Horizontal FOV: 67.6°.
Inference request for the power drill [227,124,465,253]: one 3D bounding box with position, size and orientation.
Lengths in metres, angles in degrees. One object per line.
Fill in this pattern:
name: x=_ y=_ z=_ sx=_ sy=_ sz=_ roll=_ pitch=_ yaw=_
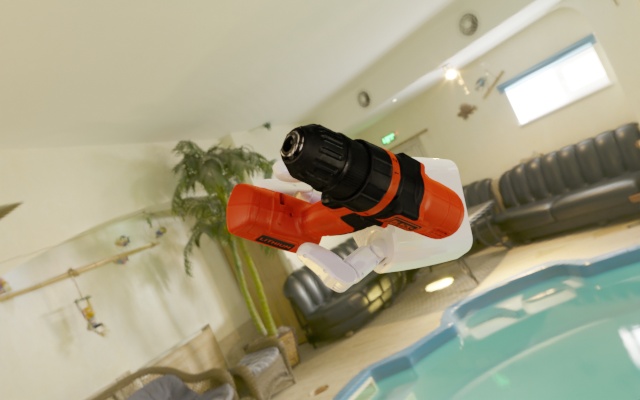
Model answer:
power drill: x=0.000 y=0.001 z=0.410 sx=0.184 sy=0.057 sz=0.187 roll=23 pitch=-23 yaw=-38
